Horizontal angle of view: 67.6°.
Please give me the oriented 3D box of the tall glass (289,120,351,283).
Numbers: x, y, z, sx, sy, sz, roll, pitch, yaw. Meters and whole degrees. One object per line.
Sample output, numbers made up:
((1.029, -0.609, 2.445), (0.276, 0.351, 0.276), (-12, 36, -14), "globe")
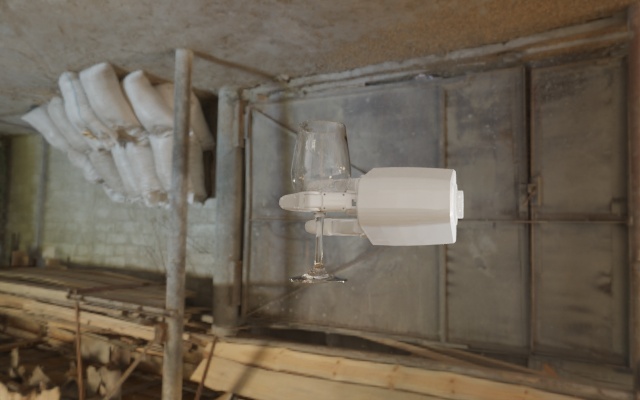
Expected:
((0.000, 0.003, 0.614), (0.079, 0.201, 0.079), (1, -4, 0), "tall glass")
